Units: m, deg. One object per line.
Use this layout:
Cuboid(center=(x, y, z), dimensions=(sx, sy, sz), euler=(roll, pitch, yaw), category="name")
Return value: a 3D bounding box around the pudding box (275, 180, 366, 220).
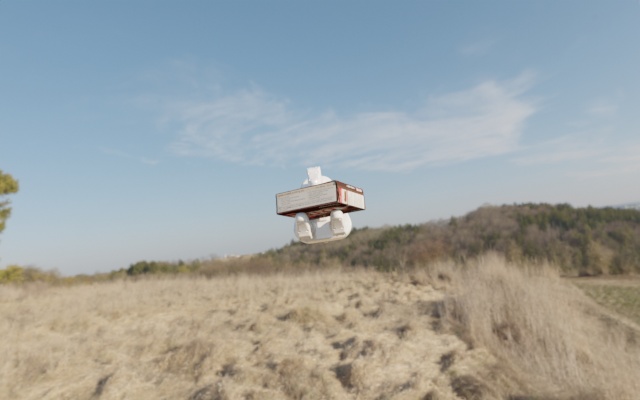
Cuboid(center=(0.000, 0.002, 0.744), dimensions=(0.113, 0.039, 0.090), euler=(-14, -14, 29), category="pudding box")
